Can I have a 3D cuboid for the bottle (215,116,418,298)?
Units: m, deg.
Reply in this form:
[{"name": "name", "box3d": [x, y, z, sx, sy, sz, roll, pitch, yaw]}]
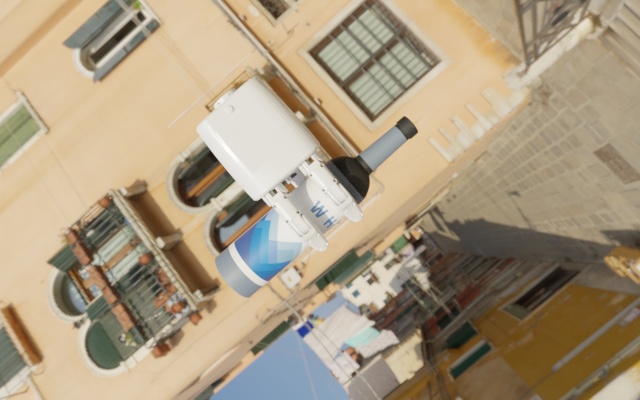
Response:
[{"name": "bottle", "box3d": [0.000, 0.002, 0.596, 0.296, 0.069, 0.069, -41, -3, 4]}]
